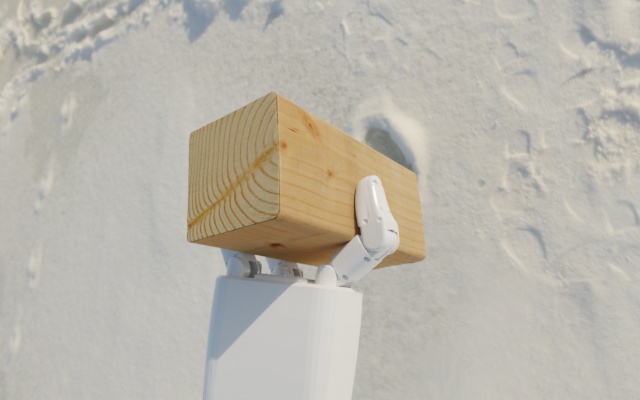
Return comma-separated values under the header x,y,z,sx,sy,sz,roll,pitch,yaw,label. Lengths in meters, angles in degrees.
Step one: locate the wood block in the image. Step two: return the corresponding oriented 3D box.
x,y,z,sx,sy,sz,roll,pitch,yaw,label
0.000,0.002,0.404,0.091,0.090,0.206,-16,-22,34,wood block
